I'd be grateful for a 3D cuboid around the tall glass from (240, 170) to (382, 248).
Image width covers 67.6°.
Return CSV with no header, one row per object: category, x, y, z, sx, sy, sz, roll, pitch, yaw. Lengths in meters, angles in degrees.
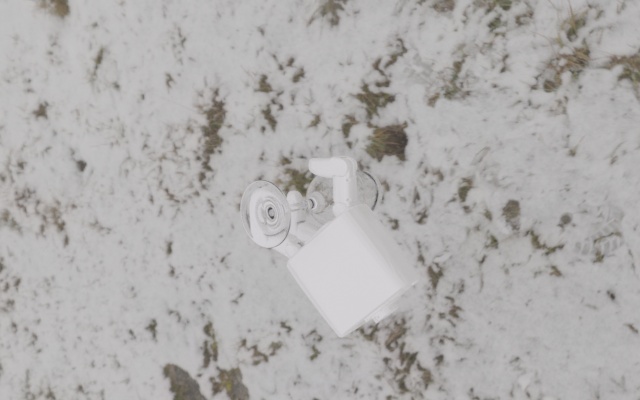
tall glass,0.000,0.002,0.589,0.079,0.079,0.201,0,8,38
